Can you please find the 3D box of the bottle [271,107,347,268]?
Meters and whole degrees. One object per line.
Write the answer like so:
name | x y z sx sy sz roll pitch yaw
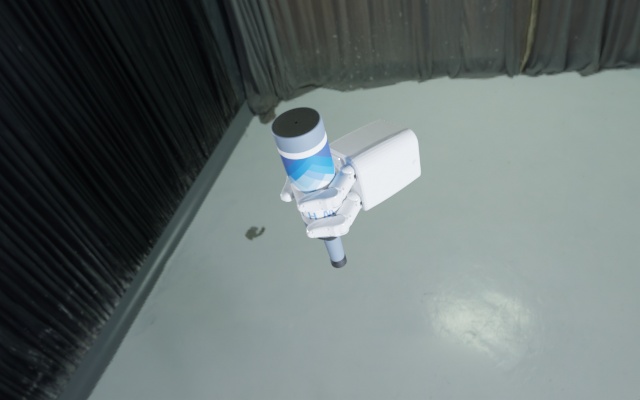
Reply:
bottle | 0.000 0.002 0.708 0.069 0.069 0.296 0 -44 17
